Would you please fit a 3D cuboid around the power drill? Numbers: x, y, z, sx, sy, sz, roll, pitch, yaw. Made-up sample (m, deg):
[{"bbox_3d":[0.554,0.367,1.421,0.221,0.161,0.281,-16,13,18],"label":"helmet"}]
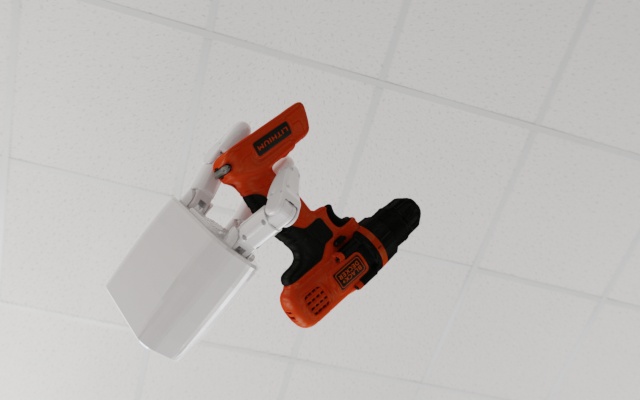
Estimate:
[{"bbox_3d":[0.000,0.001,0.473,0.184,0.188,0.057,-39,9,-26],"label":"power drill"}]
